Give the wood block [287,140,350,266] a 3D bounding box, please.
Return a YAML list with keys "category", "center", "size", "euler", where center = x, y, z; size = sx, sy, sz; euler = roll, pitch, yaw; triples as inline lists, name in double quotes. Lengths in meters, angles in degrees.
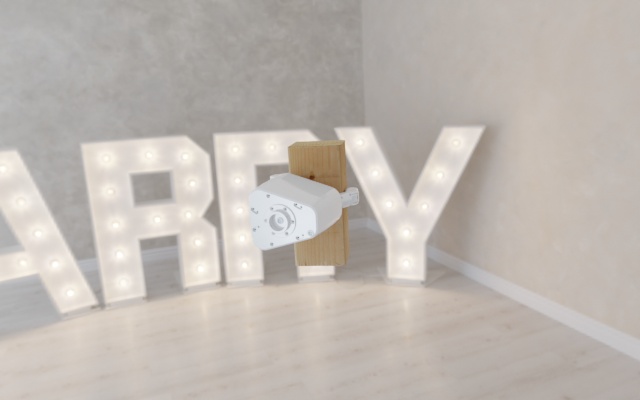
- category: "wood block"
  center: [0.000, 0.003, 0.836]
  size: [0.091, 0.206, 0.090]
  euler: [-1, 13, 8]
